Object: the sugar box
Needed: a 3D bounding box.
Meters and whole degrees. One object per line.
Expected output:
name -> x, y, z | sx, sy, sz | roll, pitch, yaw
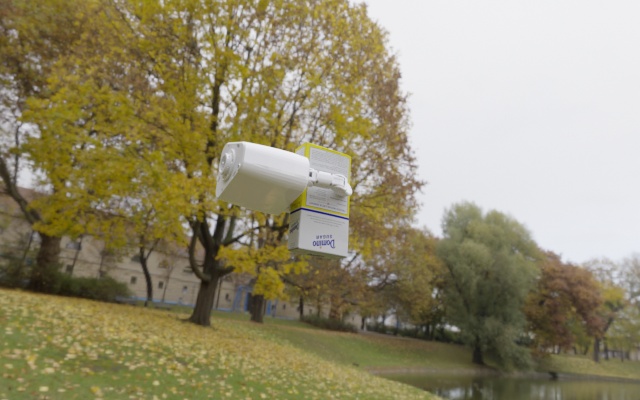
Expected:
sugar box -> 0.000, 0.003, 0.777 | 0.093, 0.176, 0.048 | 14, -18, -28
